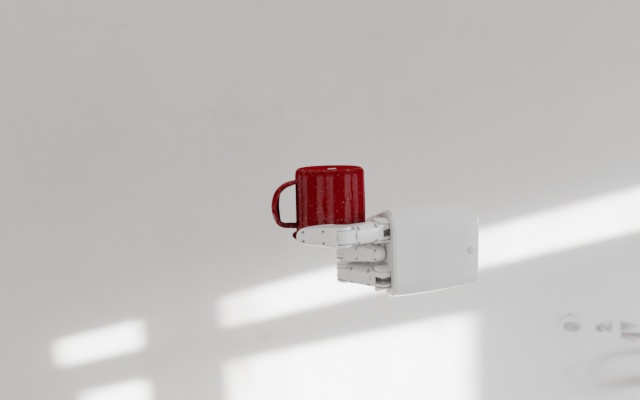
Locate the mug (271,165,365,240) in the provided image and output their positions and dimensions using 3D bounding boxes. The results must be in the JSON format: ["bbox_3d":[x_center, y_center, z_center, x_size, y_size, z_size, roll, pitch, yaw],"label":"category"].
[{"bbox_3d":[-0.001,0.002,0.561,0.117,0.081,0.093,-4,8,-14],"label":"mug"}]
